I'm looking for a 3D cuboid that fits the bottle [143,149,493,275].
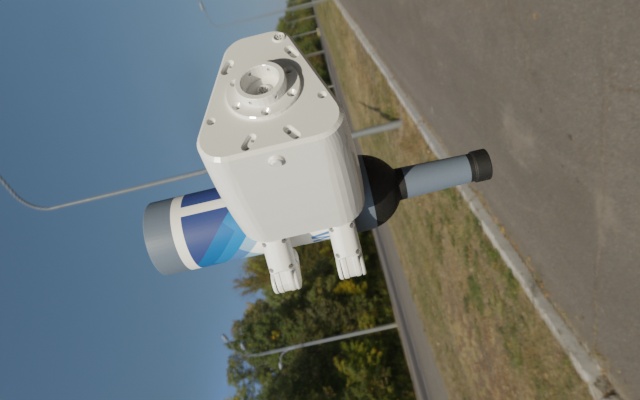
[{"bbox_3d":[0.000,0.001,0.418,0.296,0.069,0.069,-13,-1,3],"label":"bottle"}]
